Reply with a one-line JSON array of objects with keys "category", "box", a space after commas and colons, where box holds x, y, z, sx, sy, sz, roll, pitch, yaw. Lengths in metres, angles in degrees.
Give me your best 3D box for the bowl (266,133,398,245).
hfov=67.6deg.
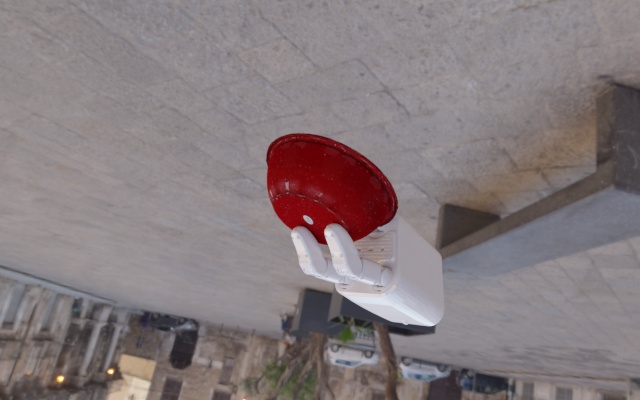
[{"category": "bowl", "box": [-0.001, 0.001, 0.526, 0.162, 0.055, 0.162, 22, -30, 13]}]
